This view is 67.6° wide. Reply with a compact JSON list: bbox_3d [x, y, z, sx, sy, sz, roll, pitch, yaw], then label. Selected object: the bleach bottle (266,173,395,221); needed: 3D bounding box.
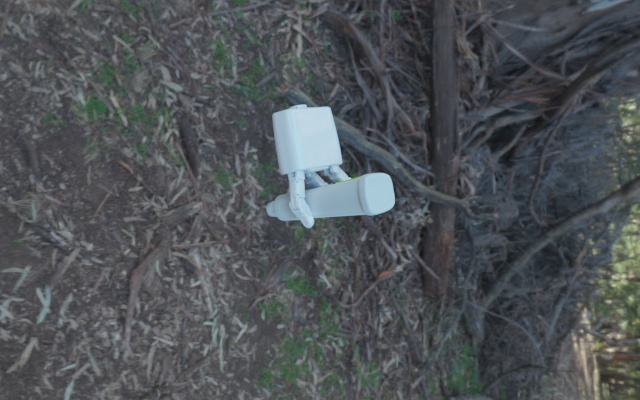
[{"bbox_3d":[0.000,0.003,0.857,0.251,0.068,0.102,-9,1,35],"label":"bleach bottle"}]
